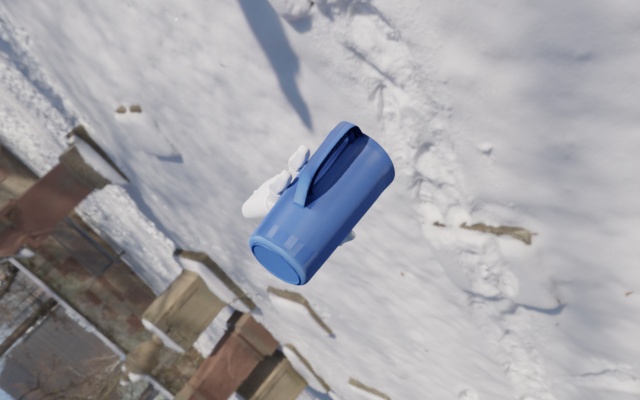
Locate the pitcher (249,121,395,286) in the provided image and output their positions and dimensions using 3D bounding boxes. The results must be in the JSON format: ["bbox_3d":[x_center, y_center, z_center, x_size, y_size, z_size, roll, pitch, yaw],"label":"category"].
[{"bbox_3d":[0.000,0.002,0.736,0.242,0.149,0.145,-51,19,-27],"label":"pitcher"}]
